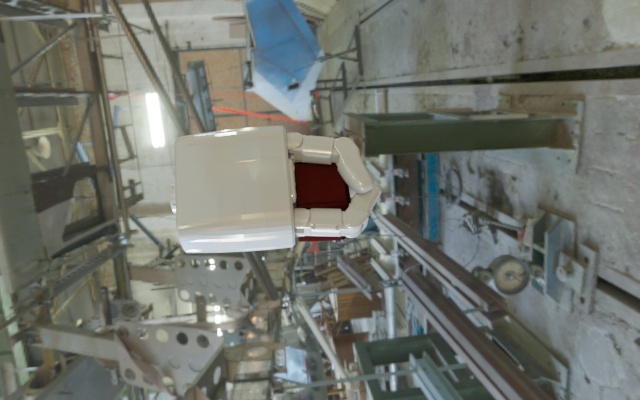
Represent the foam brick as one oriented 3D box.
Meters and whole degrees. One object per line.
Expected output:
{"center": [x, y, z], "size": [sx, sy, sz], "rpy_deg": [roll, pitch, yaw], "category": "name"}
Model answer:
{"center": [0.000, 0.002, 0.493], "size": [0.051, 0.053, 0.078], "rpy_deg": [-5, -33, -4], "category": "foam brick"}
